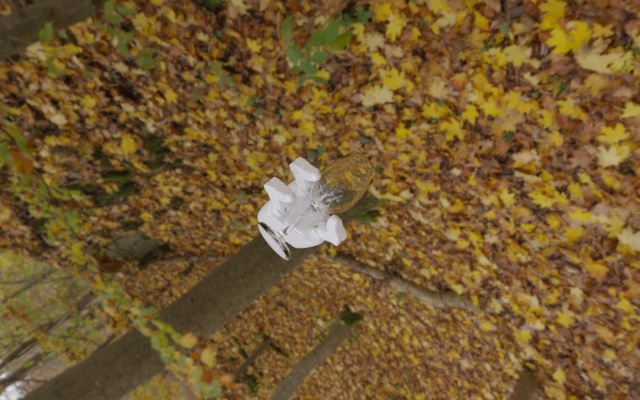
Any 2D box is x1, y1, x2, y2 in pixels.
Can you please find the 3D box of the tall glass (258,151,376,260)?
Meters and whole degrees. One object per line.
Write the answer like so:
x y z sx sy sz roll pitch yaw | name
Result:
0.000 0.003 0.761 0.201 0.079 0.079 -40 17 -21 | tall glass
